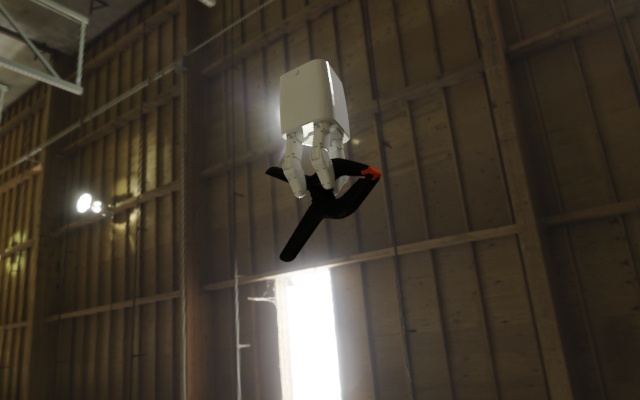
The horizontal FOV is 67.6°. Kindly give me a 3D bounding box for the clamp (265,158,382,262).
[{"bbox_3d":[0.001,0.002,0.742,0.210,0.164,0.036,-15,-16,34],"label":"clamp"}]
